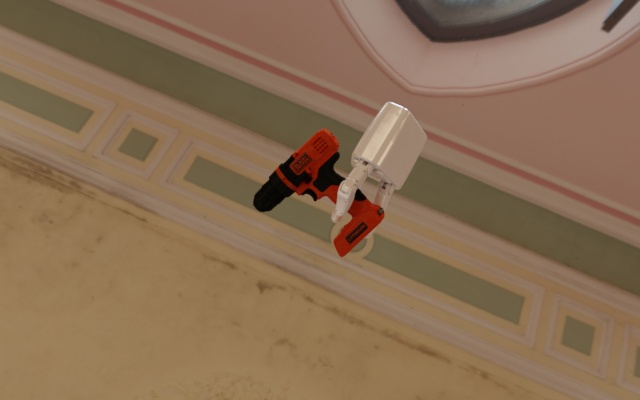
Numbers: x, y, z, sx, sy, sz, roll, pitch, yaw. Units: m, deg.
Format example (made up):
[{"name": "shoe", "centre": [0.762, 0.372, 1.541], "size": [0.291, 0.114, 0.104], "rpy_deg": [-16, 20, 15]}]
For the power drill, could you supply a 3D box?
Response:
[{"name": "power drill", "centre": [0.001, 0.003, 0.804], "size": [0.184, 0.187, 0.057], "rpy_deg": [-43, -2, 14]}]
